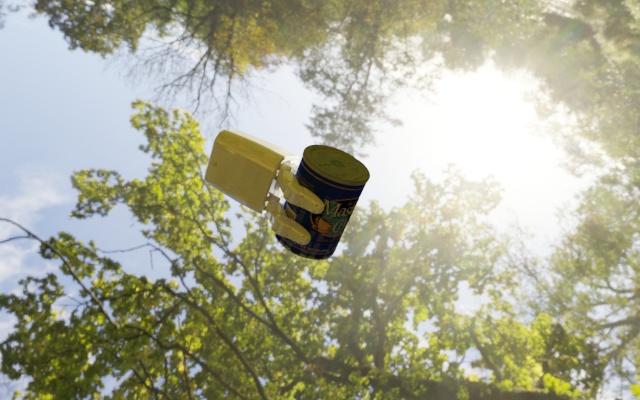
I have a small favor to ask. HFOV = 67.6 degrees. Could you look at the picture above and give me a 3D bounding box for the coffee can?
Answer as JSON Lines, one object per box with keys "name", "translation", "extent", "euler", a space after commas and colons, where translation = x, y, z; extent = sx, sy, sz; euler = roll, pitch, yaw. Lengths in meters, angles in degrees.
{"name": "coffee can", "translation": [0.000, 0.002, 0.713], "extent": [0.103, 0.140, 0.102], "euler": [18, 28, -10]}
